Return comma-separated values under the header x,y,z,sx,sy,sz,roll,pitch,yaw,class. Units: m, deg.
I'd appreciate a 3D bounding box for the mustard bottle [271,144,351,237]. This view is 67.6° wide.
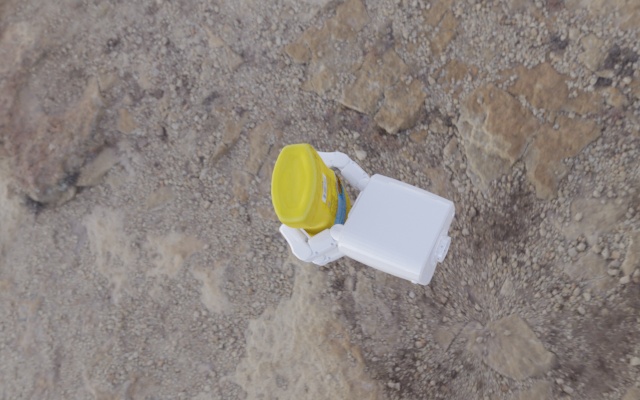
x,y,z,sx,sy,sz,roll,pitch,yaw,class
0.000,0.002,0.624,0.058,0.096,0.192,-5,-16,18,mustard bottle
